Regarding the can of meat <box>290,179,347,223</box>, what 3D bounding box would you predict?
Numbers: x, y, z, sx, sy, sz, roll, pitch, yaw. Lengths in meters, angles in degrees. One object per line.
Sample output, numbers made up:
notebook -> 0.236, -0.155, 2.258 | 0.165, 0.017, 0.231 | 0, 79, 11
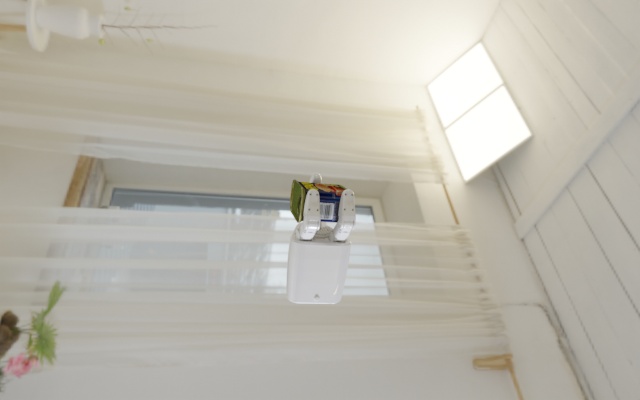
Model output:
can of meat -> 0.000, 0.002, 0.774 | 0.084, 0.057, 0.102 | 4, 11, -13
